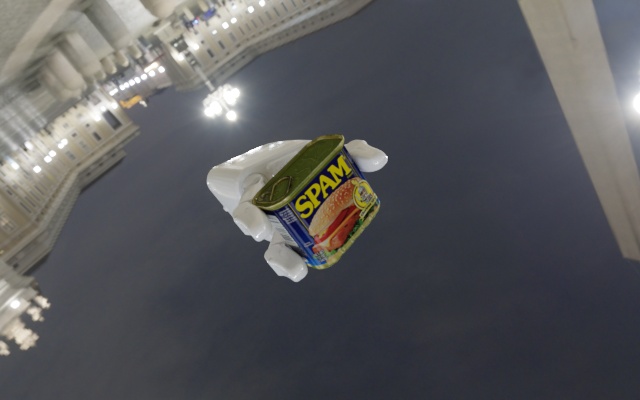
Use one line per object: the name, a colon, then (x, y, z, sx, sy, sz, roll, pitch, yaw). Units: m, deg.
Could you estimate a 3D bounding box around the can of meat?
can of meat: (0.000, 0.002, 0.454, 0.102, 0.084, 0.057, -47, 28, -23)
